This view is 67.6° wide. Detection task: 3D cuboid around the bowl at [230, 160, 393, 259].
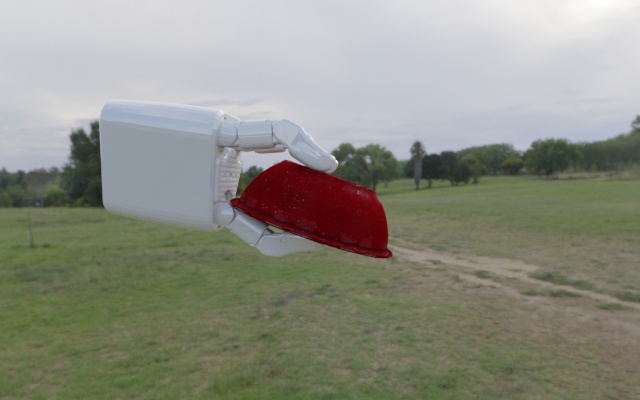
[{"bbox_3d":[0.001,0.001,0.454,0.162,0.055,0.162,19,3,-1],"label":"bowl"}]
